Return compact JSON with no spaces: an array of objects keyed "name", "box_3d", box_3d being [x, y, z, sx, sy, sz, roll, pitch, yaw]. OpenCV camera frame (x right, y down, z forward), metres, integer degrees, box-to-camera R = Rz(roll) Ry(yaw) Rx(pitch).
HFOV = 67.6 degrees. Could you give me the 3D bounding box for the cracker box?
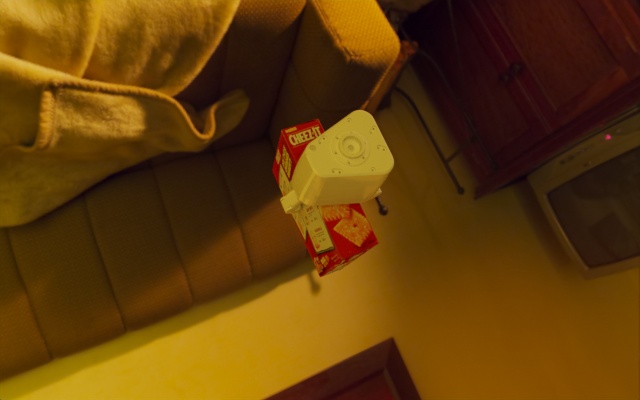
[{"name":"cracker box","box_3d":[0.000,0.003,0.768,0.072,0.213,0.164,-21,-13,-17]}]
